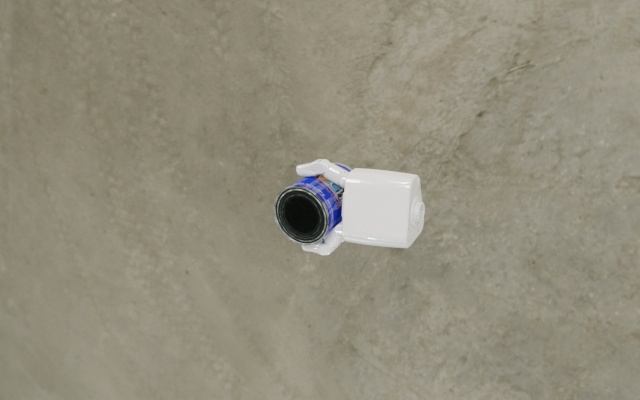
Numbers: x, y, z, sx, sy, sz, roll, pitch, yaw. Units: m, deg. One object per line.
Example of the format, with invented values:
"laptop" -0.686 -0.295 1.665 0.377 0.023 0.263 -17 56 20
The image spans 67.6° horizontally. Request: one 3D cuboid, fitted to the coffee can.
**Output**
"coffee can" 0.000 0.003 0.820 0.103 0.103 0.140 0 19 30
